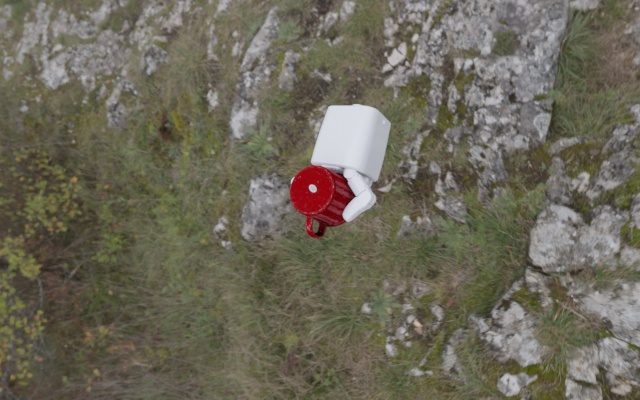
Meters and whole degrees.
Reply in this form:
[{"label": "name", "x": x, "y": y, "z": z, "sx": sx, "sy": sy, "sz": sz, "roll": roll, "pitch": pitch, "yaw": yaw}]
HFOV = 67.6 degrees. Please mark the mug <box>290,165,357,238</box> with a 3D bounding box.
[{"label": "mug", "x": 0.000, "y": 0.004, "z": 0.770, "sx": 0.093, "sy": 0.117, "sz": 0.081, "roll": 12, "pitch": -6, "yaw": 29}]
